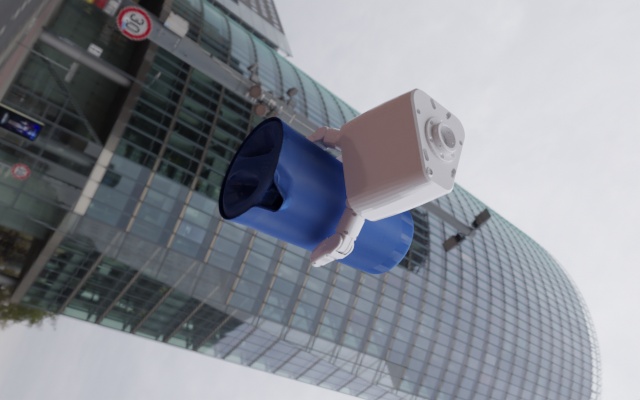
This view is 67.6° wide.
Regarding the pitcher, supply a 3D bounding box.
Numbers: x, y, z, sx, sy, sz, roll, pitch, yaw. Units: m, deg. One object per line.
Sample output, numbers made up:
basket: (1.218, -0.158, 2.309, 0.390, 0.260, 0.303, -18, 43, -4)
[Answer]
pitcher: (0.000, 0.002, 0.622, 0.243, 0.149, 0.145, 28, -33, -31)
